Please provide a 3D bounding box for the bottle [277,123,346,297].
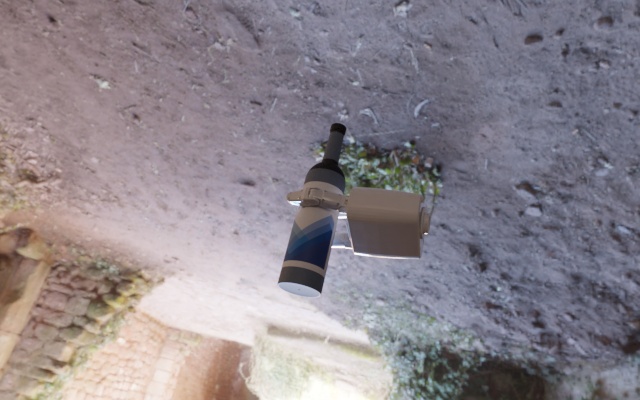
[{"bbox_3d":[0.000,0.003,0.762,0.069,0.295,0.069,11,-26,5],"label":"bottle"}]
